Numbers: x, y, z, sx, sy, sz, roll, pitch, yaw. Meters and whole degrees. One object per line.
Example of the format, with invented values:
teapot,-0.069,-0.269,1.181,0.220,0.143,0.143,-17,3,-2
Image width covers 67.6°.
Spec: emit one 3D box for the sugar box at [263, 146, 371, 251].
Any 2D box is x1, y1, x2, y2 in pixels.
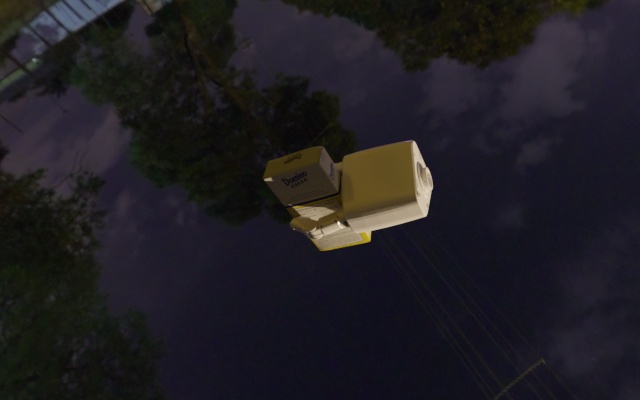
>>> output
sugar box,0.000,0.002,0.715,0.093,0.048,0.176,-14,-50,24
